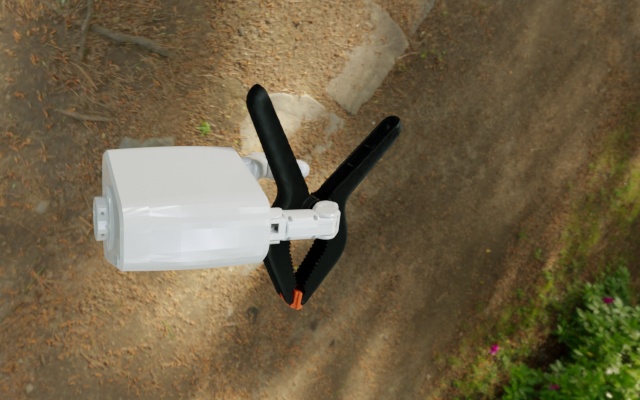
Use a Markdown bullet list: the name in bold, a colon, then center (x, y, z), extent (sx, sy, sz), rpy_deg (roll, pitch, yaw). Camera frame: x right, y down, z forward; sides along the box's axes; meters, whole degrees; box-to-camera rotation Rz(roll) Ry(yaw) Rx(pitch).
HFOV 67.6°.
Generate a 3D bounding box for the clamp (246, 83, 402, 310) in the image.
- **clamp**: center (0.000, 0.002, 0.461), extent (0.164, 0.210, 0.036), rpy_deg (-2, 17, -30)
